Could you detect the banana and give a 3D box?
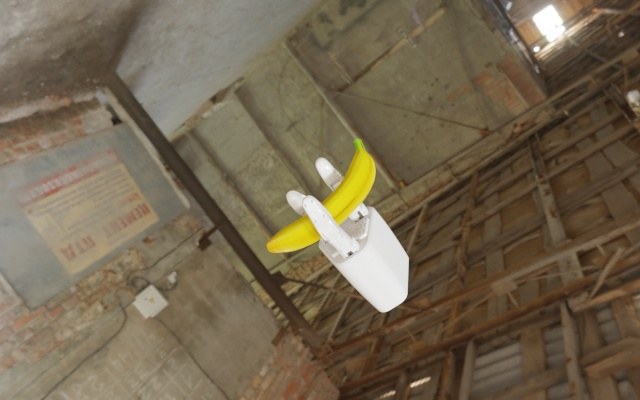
[{"bbox_3d":[0.012,0.006,0.633,0.037,0.198,0.069,48,-10,-37],"label":"banana"}]
